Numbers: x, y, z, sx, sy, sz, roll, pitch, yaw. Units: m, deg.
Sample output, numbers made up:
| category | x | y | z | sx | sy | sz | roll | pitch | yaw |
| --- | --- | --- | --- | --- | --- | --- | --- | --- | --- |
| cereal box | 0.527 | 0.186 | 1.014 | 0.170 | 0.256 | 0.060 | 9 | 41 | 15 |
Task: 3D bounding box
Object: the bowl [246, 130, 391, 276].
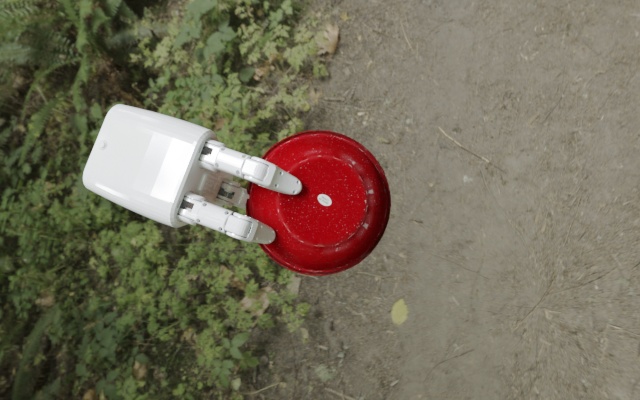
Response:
| category | x | y | z | sx | sy | sz | roll | pitch | yaw |
| --- | --- | --- | --- | --- | --- | --- | --- | --- | --- |
| bowl | 0.001 | 0.002 | 0.504 | 0.162 | 0.162 | 0.055 | 0 | -1 | -4 |
